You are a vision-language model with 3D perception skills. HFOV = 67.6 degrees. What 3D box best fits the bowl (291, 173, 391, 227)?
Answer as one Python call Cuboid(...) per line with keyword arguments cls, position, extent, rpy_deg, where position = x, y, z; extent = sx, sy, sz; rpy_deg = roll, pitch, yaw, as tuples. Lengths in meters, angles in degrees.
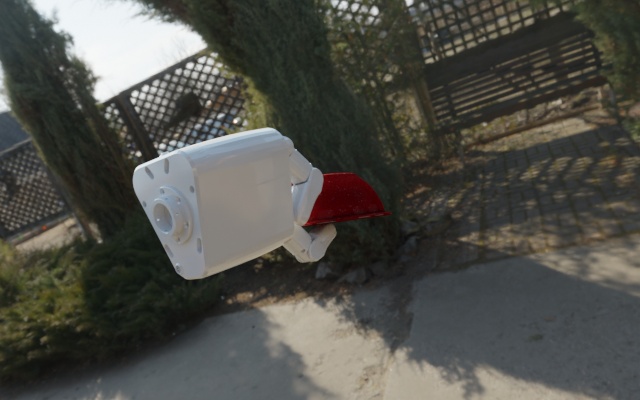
Cuboid(cls="bowl", position=(0.001, 0.001, 0.567), extent=(0.162, 0.055, 0.162), rpy_deg=(-8, -3, 0))
